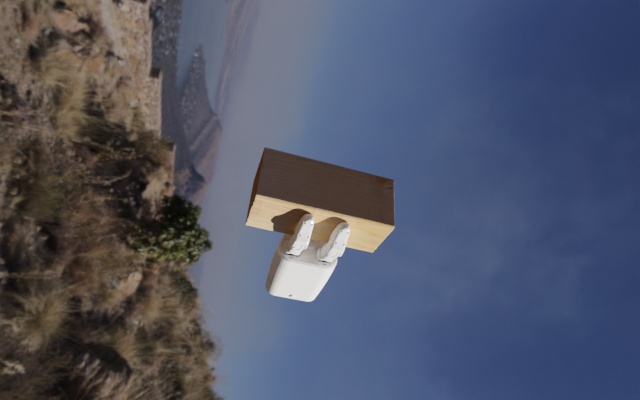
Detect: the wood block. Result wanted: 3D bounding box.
[{"bbox_3d":[0.000,0.002,0.730,0.206,0.090,0.090,13,-35,-12],"label":"wood block"}]
